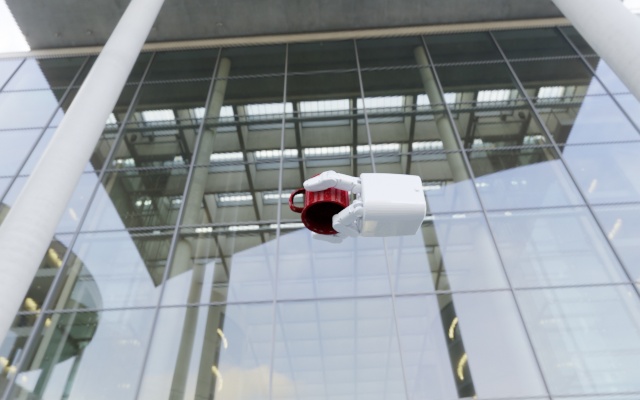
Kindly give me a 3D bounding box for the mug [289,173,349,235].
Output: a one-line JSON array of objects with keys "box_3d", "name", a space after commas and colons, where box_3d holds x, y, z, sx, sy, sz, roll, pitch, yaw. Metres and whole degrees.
[{"box_3d": [-0.001, 0.003, 0.882, 0.117, 0.081, 0.093, 2, -44, -1], "name": "mug"}]
